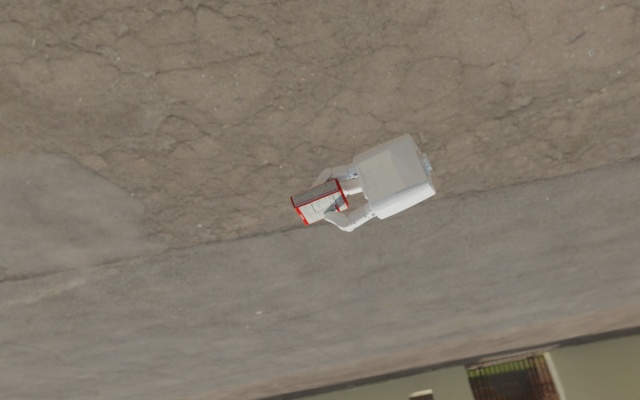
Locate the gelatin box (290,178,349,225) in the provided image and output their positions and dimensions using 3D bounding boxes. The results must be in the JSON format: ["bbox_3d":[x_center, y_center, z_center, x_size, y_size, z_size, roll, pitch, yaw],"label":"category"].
[{"bbox_3d":[0.000,0.003,0.848,0.089,0.030,0.073,-22,-30,4],"label":"gelatin box"}]
